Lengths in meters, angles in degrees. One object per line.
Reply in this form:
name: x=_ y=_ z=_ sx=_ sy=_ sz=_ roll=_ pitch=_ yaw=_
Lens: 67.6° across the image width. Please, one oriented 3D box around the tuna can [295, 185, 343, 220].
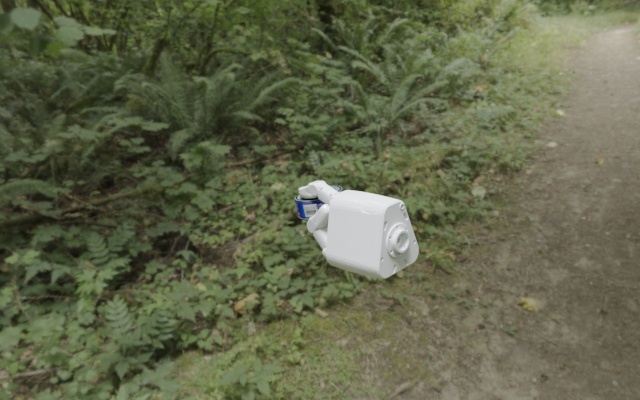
tuna can: x=0.000 y=0.002 z=0.814 sx=0.086 sy=0.034 sz=0.086 roll=-12 pitch=16 yaw=3
